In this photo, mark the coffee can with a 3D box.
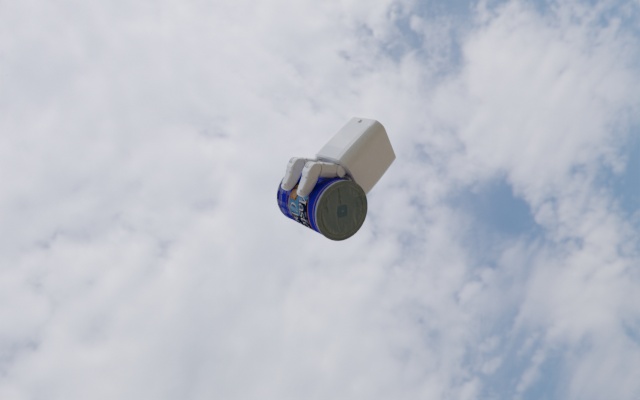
[{"bbox_3d":[0.000,0.003,0.837,0.103,0.103,0.140,0,12,-33],"label":"coffee can"}]
